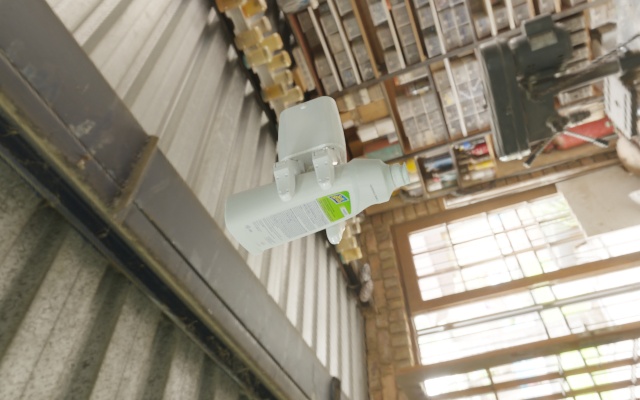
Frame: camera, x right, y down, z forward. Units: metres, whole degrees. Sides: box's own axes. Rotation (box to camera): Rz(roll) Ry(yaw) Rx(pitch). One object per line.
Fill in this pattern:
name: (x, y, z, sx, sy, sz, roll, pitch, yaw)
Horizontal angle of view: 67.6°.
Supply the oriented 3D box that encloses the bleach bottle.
bleach bottle: (0.000, 0.002, 0.660, 0.251, 0.068, 0.103, -16, -37, 14)
